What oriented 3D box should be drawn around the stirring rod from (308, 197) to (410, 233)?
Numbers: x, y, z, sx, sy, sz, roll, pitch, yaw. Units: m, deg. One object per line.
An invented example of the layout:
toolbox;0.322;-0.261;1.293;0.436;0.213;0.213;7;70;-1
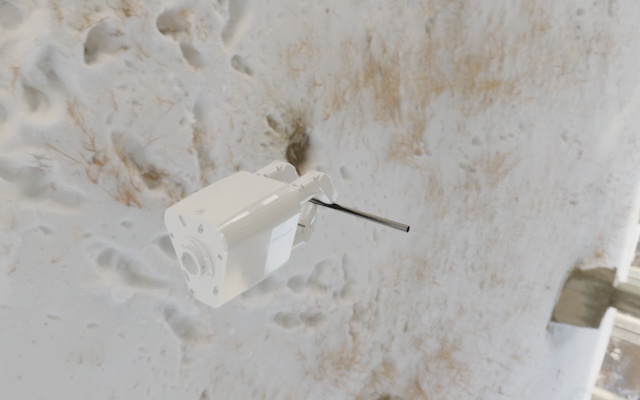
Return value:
stirring rod;0.000;0.002;0.591;0.239;0.011;0.011;17;9;33
